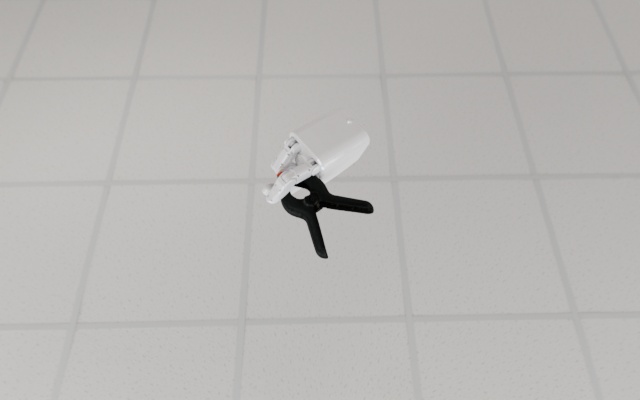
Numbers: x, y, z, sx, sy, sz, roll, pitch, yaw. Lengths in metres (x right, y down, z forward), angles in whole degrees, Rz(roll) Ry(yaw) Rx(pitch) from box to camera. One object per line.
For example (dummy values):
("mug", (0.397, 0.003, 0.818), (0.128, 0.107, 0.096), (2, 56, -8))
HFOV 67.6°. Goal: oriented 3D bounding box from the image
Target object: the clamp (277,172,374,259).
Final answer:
("clamp", (0.000, 0.003, 0.786), (0.120, 0.171, 0.039), (-33, -25, -18))
